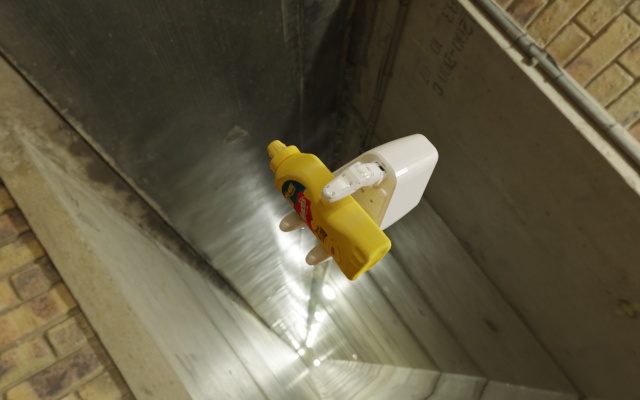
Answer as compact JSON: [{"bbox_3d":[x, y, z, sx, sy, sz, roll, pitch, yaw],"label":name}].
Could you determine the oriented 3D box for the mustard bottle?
[{"bbox_3d":[0.000,0.002,0.570,0.058,0.191,0.096,-34,-15,-19],"label":"mustard bottle"}]
